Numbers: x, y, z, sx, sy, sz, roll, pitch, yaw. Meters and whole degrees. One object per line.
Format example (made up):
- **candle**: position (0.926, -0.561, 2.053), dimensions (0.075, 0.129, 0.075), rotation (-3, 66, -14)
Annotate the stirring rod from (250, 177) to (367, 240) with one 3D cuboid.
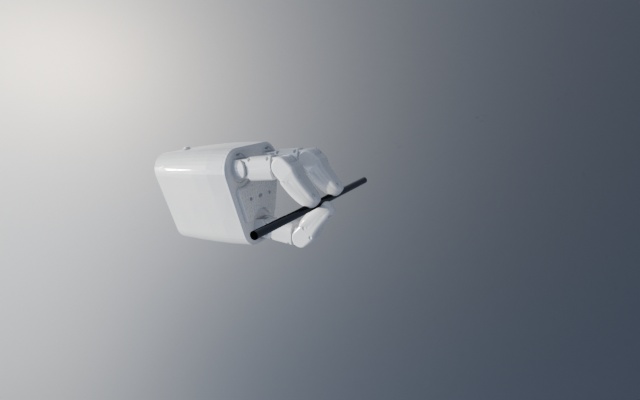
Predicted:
- **stirring rod**: position (0.000, 0.002, 0.492), dimensions (0.011, 0.011, 0.239), rotation (0, 13, 28)
